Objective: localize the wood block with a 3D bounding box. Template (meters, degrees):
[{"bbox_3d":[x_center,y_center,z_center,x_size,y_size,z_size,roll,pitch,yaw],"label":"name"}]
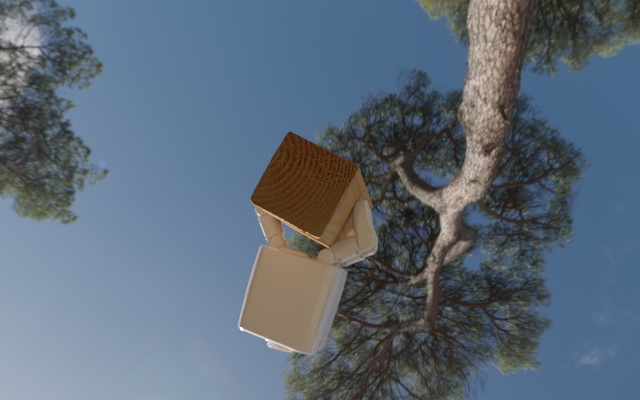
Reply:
[{"bbox_3d":[0.000,0.002,0.599,0.091,0.090,0.206,27,-6,14],"label":"wood block"}]
